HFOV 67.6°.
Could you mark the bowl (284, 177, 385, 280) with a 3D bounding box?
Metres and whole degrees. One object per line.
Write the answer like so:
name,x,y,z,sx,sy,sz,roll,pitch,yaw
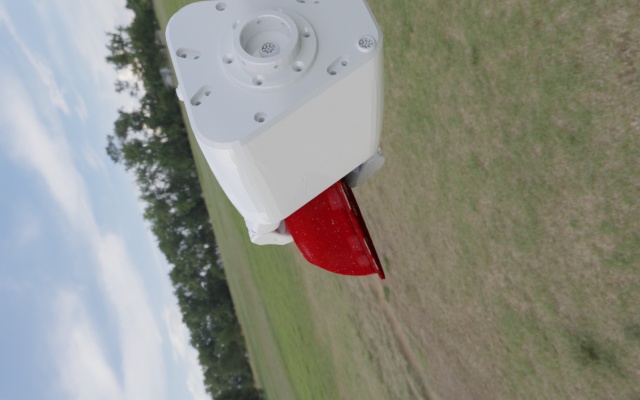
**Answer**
bowl,0.000,0.002,0.410,0.055,0.162,0.162,-23,-3,6
